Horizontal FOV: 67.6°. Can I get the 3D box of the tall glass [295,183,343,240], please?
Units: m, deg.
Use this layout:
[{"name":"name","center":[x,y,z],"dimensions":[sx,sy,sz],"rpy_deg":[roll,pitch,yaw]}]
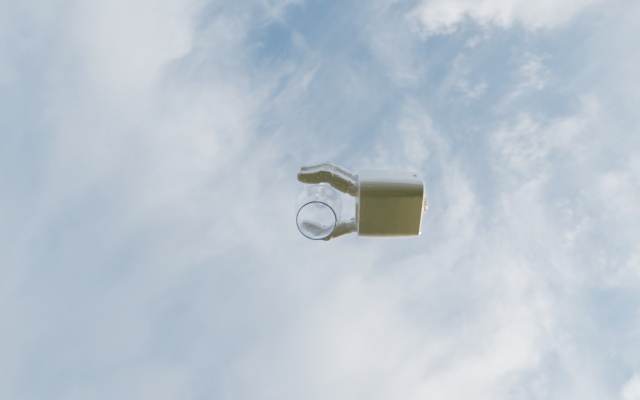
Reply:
[{"name":"tall glass","center":[0.000,0.003,0.810],"dimensions":[0.079,0.079,0.201],"rpy_deg":[0,17,4]}]
